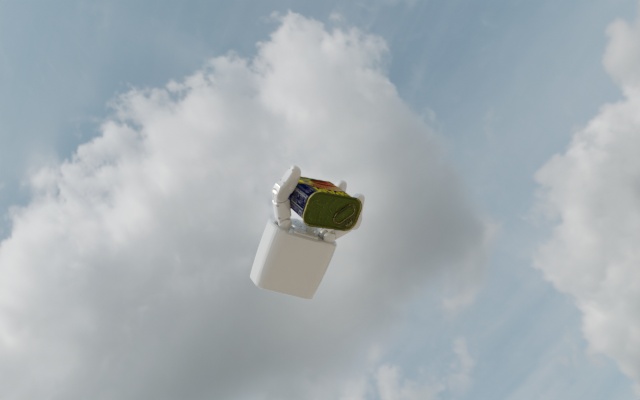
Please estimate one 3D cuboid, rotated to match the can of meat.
[{"bbox_3d":[0.000,0.002,0.757,0.102,0.057,0.084,9,17,-34],"label":"can of meat"}]
